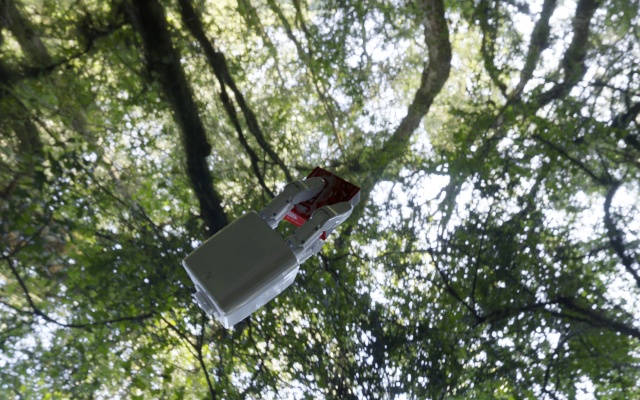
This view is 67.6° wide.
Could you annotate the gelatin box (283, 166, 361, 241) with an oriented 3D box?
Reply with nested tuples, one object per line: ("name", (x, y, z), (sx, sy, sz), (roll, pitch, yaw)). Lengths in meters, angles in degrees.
("gelatin box", (0.000, 0.002, 0.639), (0.073, 0.030, 0.089), (29, 55, 23))
